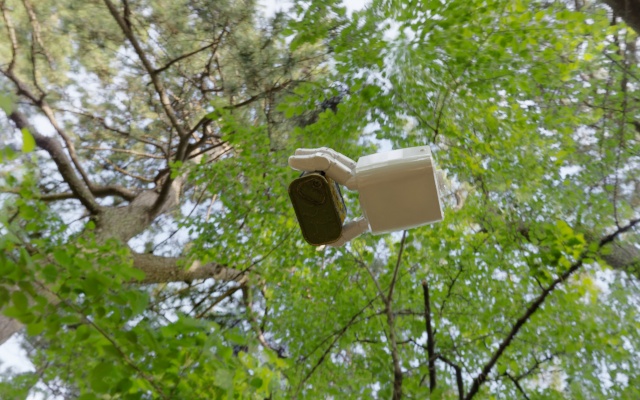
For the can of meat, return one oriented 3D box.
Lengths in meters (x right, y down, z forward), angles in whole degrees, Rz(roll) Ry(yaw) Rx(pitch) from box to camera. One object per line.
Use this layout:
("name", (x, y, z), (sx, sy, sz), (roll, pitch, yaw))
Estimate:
("can of meat", (0.000, 0.002, 0.690), (0.057, 0.102, 0.084), (-15, 15, 15))
